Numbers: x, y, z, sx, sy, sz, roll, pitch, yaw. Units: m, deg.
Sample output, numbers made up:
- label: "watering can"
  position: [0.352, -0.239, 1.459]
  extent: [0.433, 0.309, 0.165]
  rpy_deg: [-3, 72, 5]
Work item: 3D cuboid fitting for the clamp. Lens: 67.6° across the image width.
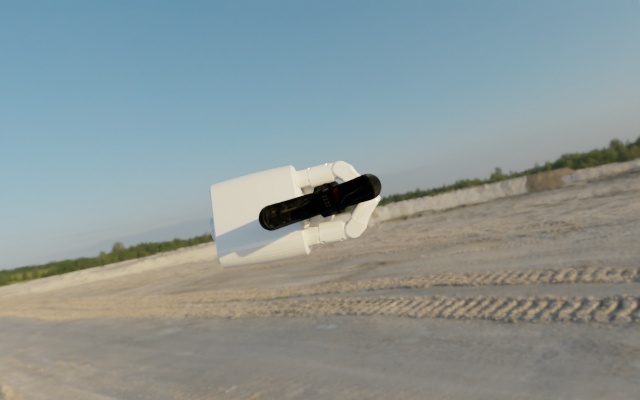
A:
- label: "clamp"
  position: [0.000, 0.001, 0.514]
  extent: [0.120, 0.039, 0.171]
  rpy_deg: [-12, -2, 2]
